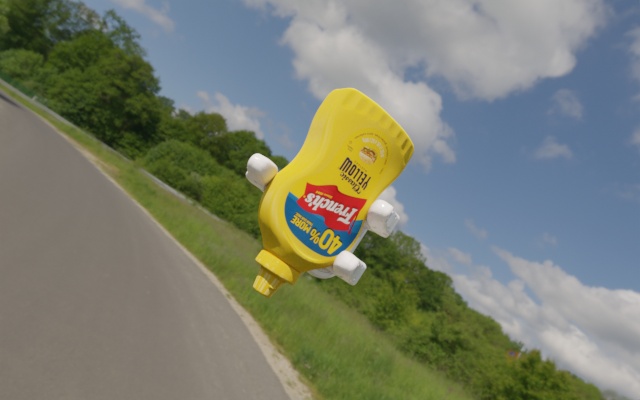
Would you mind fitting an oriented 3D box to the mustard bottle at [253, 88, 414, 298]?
[{"bbox_3d":[0.000,0.001,0.428,0.096,0.191,0.058,38,-9,-29],"label":"mustard bottle"}]
